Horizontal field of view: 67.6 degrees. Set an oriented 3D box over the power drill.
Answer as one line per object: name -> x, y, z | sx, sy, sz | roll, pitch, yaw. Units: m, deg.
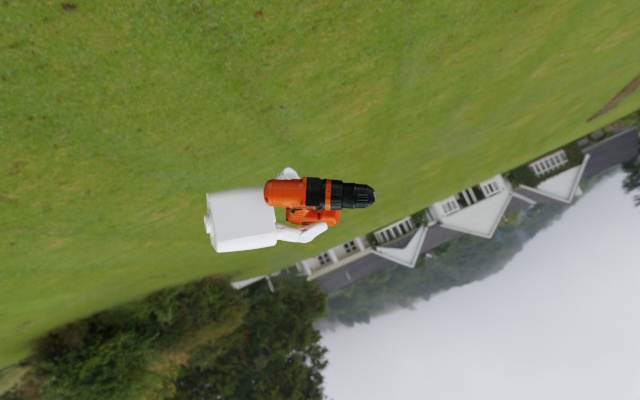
power drill -> 0.000, 0.003, 0.851 | 0.184, 0.057, 0.188 | 4, -13, 2
